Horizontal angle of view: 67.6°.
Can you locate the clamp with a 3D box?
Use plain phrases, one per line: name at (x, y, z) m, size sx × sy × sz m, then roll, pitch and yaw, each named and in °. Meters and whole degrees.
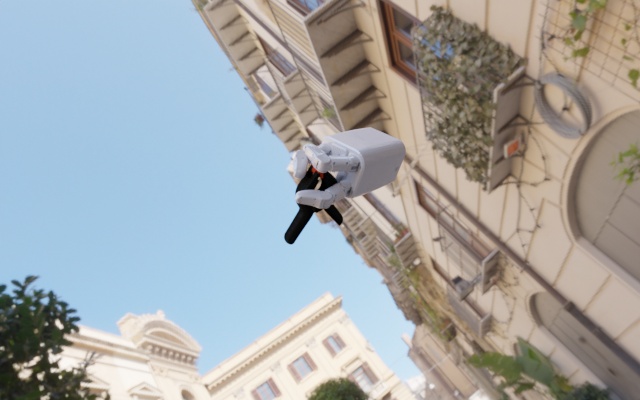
clamp at (0.000, 0.002, 0.844) m, size 0.120 × 0.172 × 0.039 m, roll -19°, pitch 52°, yaw -33°
